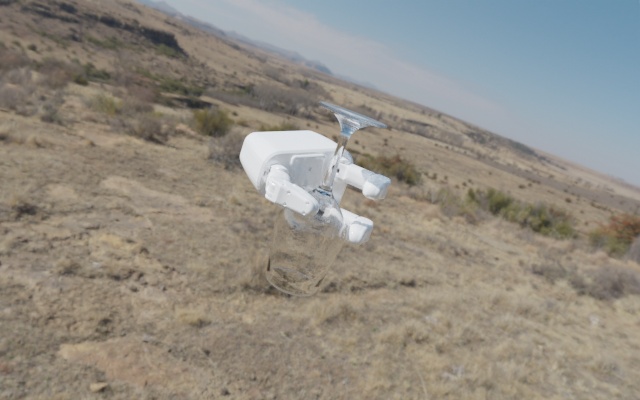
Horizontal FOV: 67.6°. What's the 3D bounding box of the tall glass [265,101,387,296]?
[{"bbox_3d":[0.000,0.001,0.515,0.079,0.201,0.079,19,15,-5],"label":"tall glass"}]
